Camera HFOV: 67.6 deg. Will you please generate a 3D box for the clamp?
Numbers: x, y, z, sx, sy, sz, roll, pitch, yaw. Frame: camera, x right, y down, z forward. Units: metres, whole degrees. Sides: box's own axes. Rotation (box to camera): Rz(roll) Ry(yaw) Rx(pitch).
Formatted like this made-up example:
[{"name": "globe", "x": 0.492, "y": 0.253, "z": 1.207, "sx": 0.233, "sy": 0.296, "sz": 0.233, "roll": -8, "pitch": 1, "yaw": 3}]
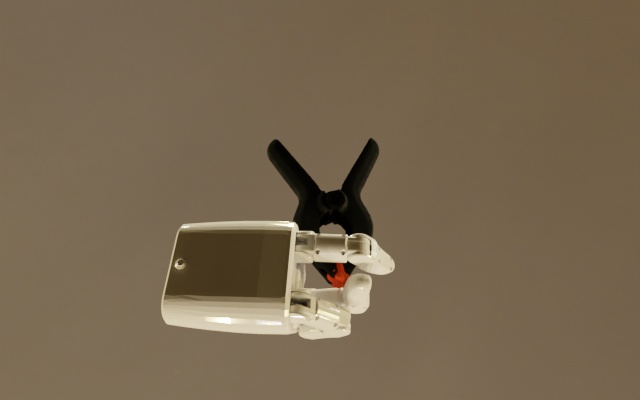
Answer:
[{"name": "clamp", "x": 0.000, "y": 0.002, "z": 0.482, "sx": 0.120, "sy": 0.171, "sz": 0.039, "roll": 2, "pitch": -34, "yaw": 2}]
